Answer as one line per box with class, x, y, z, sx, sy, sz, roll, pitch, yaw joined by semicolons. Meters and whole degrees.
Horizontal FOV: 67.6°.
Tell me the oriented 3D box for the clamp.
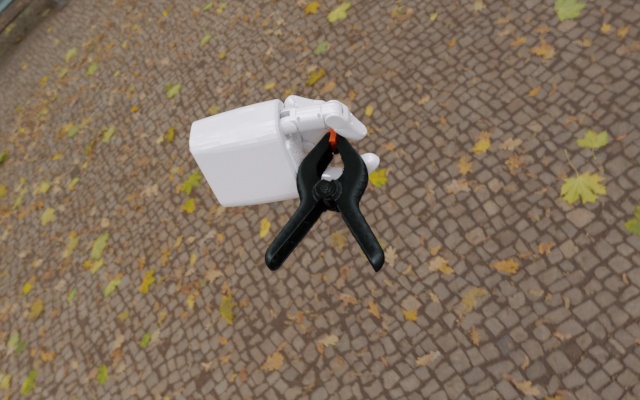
clamp;0.000;0.001;0.506;0.120;0.171;0.039;-6;-33;5
